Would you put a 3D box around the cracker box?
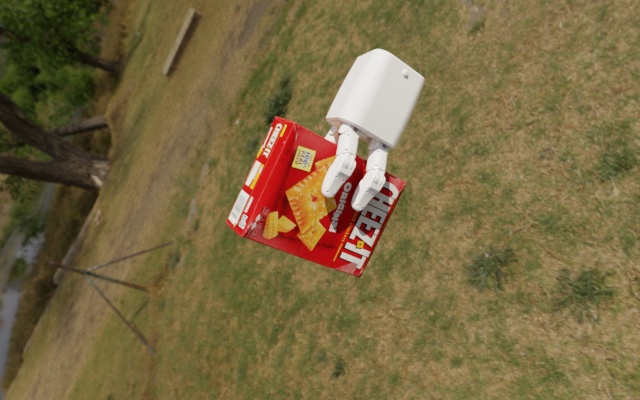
[{"bbox_3d":[0.000,0.002,0.679,0.214,0.164,0.072,24,4,-32],"label":"cracker box"}]
